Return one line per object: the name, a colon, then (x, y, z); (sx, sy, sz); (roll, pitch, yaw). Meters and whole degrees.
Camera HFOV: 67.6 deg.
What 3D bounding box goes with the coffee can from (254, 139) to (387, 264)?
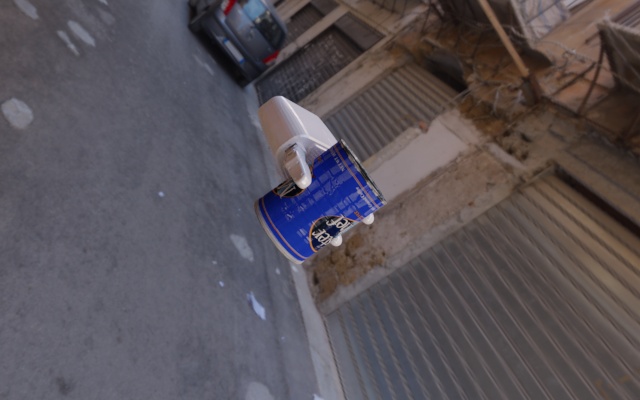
coffee can: (0.000, 0.002, 0.623); (0.140, 0.103, 0.103); (-35, -7, 9)
